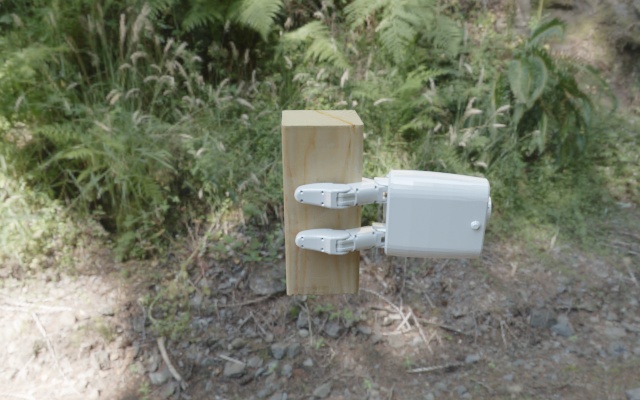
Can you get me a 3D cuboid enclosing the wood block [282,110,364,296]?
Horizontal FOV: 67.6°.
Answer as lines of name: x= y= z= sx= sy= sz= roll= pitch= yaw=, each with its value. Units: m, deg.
wood block: x=0.000 y=0.002 z=0.576 sx=0.090 sy=0.206 sz=0.090 roll=-1 pitch=21 yaw=-3
